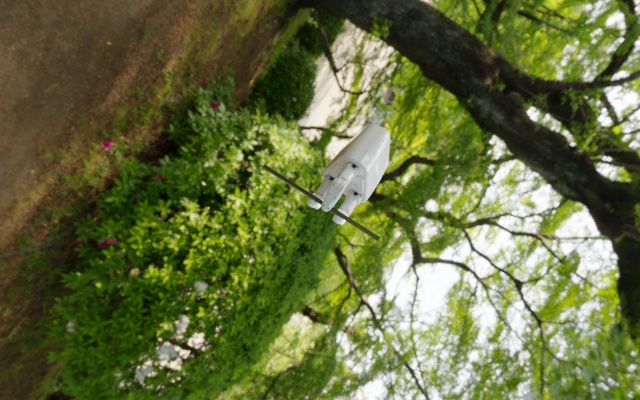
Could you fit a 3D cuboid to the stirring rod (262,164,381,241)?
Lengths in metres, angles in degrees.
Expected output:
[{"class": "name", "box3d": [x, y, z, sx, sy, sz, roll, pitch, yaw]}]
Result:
[{"class": "stirring rod", "box3d": [0.000, 0.003, 0.834, 0.239, 0.011, 0.011, 32, 4, 7]}]
